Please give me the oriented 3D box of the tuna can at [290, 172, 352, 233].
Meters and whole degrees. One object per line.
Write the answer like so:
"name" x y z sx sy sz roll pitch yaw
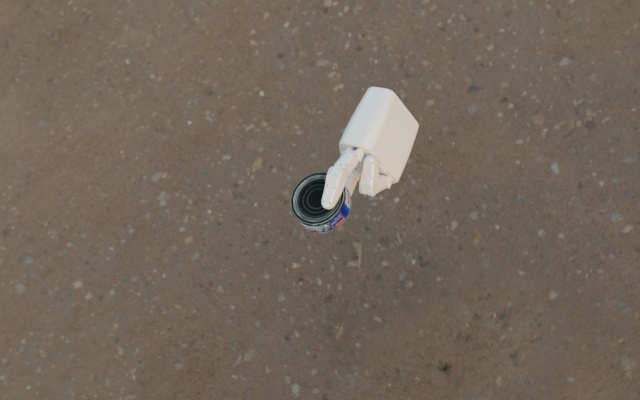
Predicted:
"tuna can" 0.000 0.002 0.697 0.086 0.086 0.034 0 -22 21
